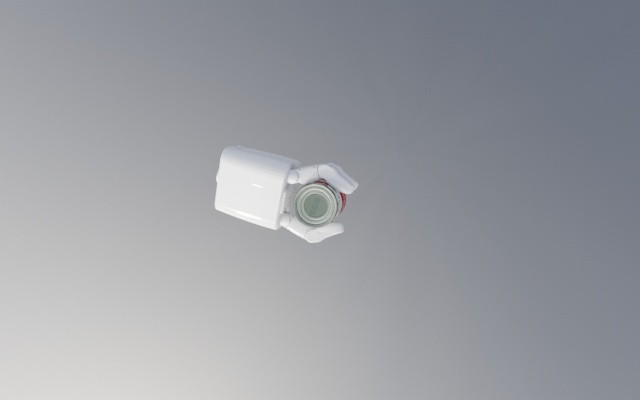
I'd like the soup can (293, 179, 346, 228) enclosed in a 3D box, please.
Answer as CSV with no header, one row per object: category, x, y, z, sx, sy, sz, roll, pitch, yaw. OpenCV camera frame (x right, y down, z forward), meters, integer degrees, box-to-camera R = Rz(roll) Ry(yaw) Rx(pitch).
soup can,0.001,0.003,0.733,0.068,0.068,0.102,0,6,9
